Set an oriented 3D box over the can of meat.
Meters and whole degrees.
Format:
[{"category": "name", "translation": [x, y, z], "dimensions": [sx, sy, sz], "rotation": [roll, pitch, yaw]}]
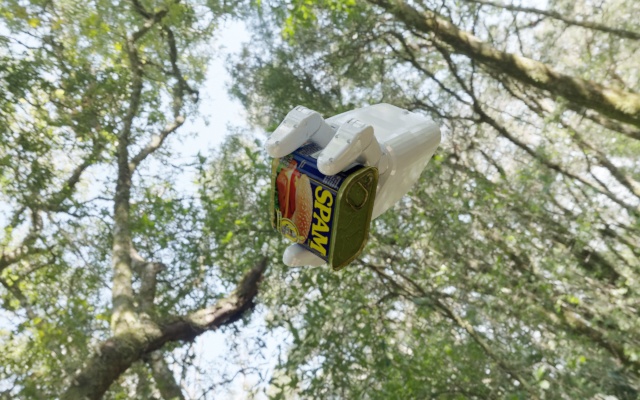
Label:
[{"category": "can of meat", "translation": [0.000, 0.001, 0.449], "dimensions": [0.084, 0.102, 0.057], "rotation": [28, 39, 30]}]
